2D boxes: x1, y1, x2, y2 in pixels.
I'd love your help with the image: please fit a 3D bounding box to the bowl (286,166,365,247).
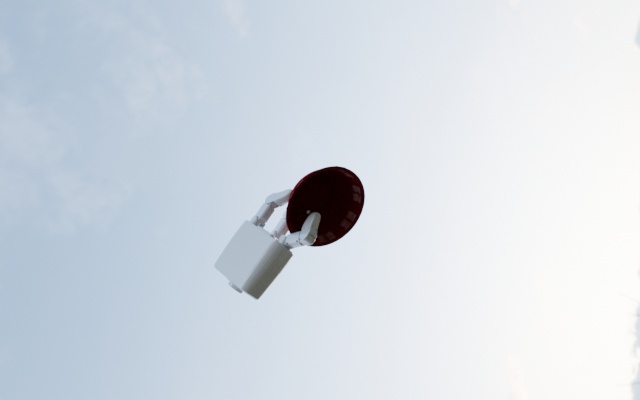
[{"bbox_3d":[0.001,0.002,0.882,0.162,0.162,0.055,0,25,-30],"label":"bowl"}]
